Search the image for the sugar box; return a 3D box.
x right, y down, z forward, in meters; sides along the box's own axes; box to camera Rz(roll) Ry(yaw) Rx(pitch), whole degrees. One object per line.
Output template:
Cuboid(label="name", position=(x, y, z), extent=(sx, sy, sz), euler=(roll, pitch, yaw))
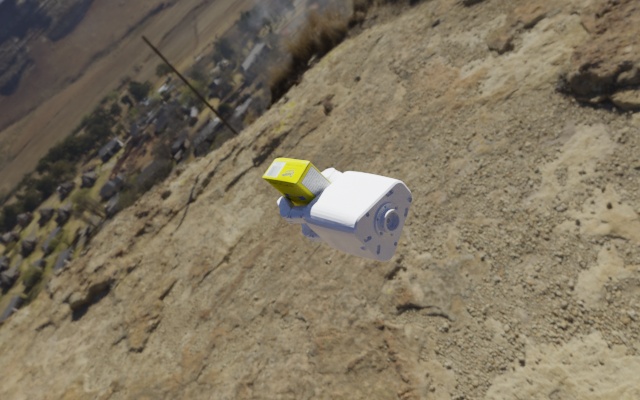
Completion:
Cuboid(label="sugar box", position=(0.000, 0.003, 0.753), extent=(0.093, 0.048, 0.176), euler=(12, -26, 51))
